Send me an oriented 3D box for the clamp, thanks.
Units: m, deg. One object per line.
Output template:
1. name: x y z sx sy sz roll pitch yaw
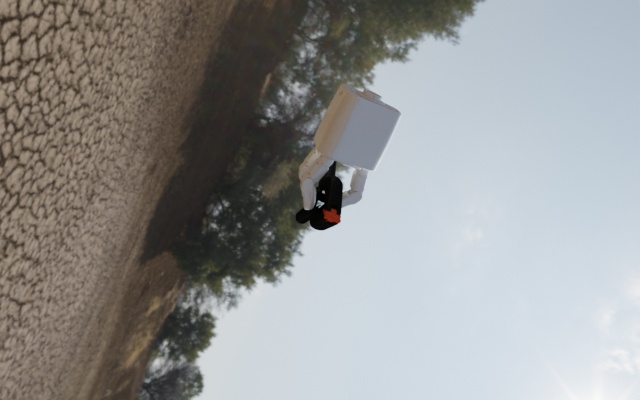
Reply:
1. clamp: 0.001 0.003 0.826 0.036 0.165 0.210 19 21 -14
